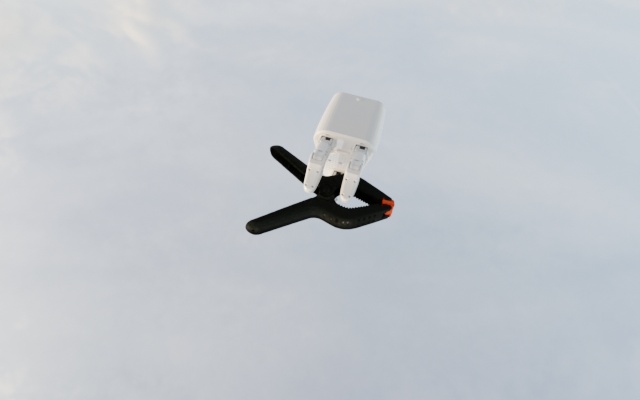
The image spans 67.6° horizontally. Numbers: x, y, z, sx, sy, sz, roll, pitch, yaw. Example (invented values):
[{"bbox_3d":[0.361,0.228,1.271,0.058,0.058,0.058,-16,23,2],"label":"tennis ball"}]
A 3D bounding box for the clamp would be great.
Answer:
[{"bbox_3d":[0.001,0.003,0.701,0.210,0.164,0.036,15,-36,6],"label":"clamp"}]
